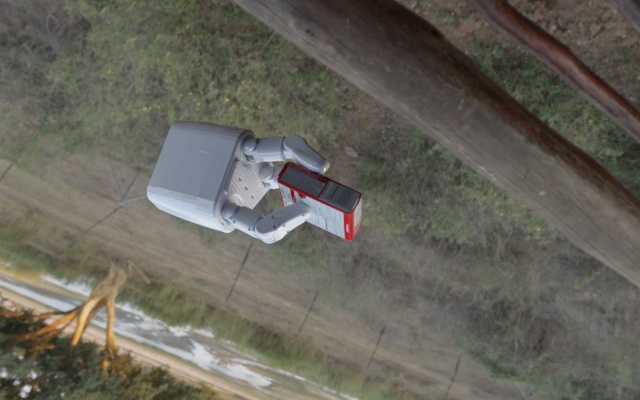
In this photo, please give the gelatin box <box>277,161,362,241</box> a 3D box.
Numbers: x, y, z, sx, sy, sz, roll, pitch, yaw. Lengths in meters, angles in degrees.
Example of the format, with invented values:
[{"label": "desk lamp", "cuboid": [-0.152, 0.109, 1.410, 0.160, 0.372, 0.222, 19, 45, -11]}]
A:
[{"label": "gelatin box", "cuboid": [0.000, 0.002, 0.515, 0.089, 0.030, 0.073, 25, -23, 16]}]
